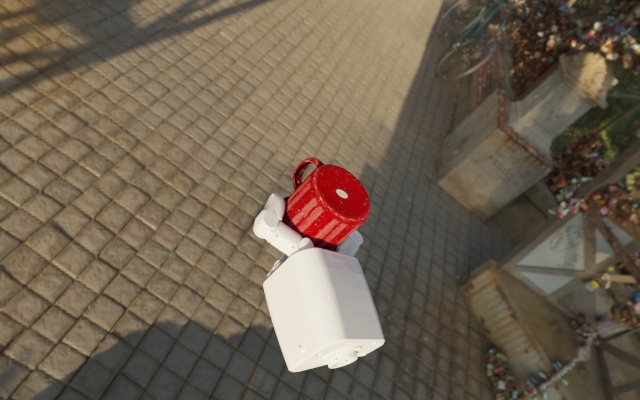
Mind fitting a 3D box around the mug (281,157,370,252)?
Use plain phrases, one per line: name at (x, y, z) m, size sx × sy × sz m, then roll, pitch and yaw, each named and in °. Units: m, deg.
mug at (0.000, 0.001, 0.565) m, size 0.093 × 0.117 × 0.081 m, roll 2°, pitch -35°, yaw -39°
